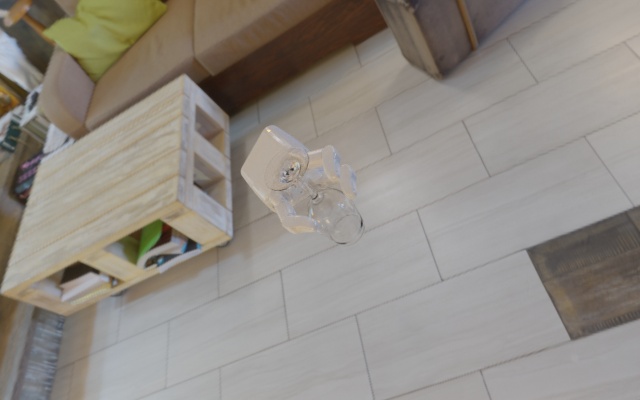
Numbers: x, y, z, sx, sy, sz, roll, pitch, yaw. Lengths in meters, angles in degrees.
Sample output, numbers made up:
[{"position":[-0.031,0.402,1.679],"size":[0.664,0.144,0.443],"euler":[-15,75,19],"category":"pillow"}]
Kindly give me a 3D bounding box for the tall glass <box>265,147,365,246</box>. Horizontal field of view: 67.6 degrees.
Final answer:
[{"position":[0.000,0.002,0.746],"size":[0.079,0.079,0.201],"euler":[0,-29,34],"category":"tall glass"}]
